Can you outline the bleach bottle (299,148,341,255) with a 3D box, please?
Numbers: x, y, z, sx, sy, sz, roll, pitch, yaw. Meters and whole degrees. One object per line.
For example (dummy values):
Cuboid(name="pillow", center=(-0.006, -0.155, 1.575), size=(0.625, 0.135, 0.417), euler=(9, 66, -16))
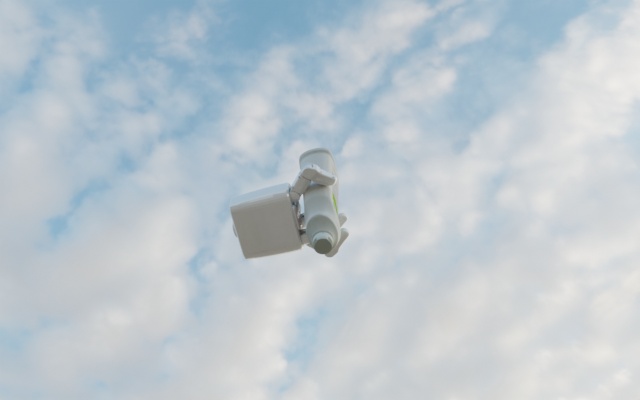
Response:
Cuboid(name="bleach bottle", center=(0.000, 0.003, 0.822), size=(0.068, 0.103, 0.250), euler=(-14, 28, 6))
